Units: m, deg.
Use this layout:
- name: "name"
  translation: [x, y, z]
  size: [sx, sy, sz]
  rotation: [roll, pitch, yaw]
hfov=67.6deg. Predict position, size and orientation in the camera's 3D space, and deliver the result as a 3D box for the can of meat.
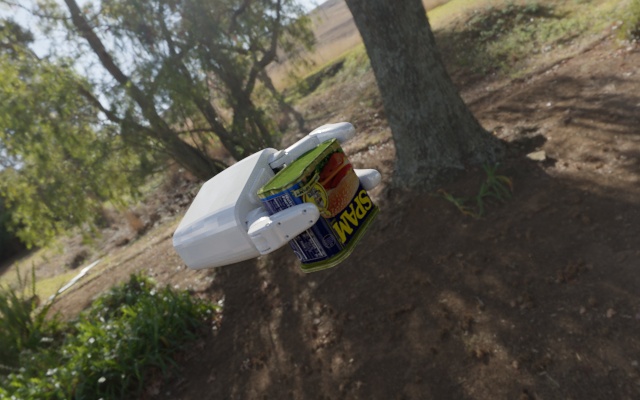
- name: "can of meat"
  translation: [0.000, 0.001, 0.442]
  size: [0.057, 0.084, 0.102]
  rotation: [-19, 19, 39]
